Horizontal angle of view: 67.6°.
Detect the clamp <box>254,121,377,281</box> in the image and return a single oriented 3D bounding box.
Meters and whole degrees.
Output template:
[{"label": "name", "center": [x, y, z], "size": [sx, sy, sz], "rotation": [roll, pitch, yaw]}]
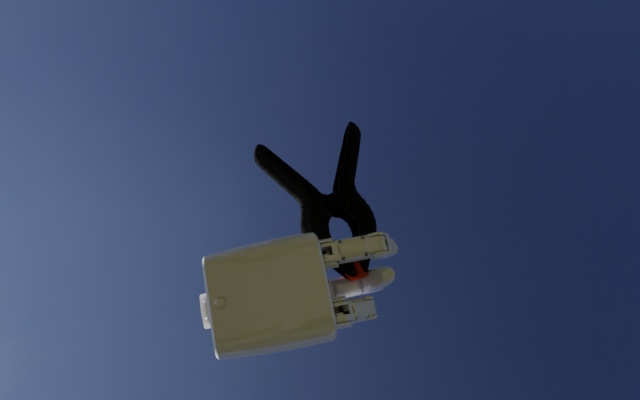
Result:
[{"label": "clamp", "center": [0.000, 0.002, 0.497], "size": [0.120, 0.171, 0.039], "rotation": [-9, -16, -9]}]
